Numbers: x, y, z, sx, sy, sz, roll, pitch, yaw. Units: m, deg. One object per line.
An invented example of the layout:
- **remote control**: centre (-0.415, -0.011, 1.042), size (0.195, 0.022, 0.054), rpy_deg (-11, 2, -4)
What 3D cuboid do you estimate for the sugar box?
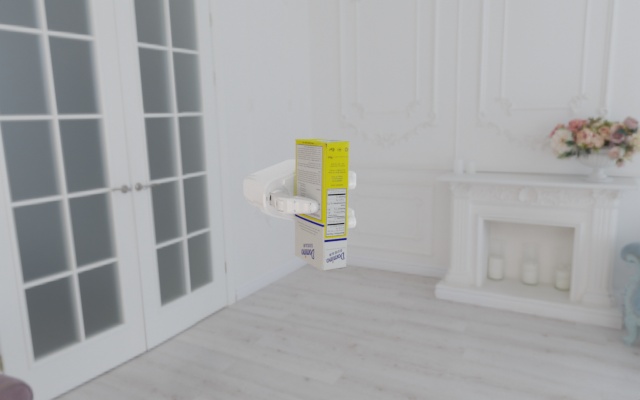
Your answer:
- **sugar box**: centre (0.001, 0.002, 0.679), size (0.048, 0.176, 0.093), rpy_deg (-7, 12, -27)
